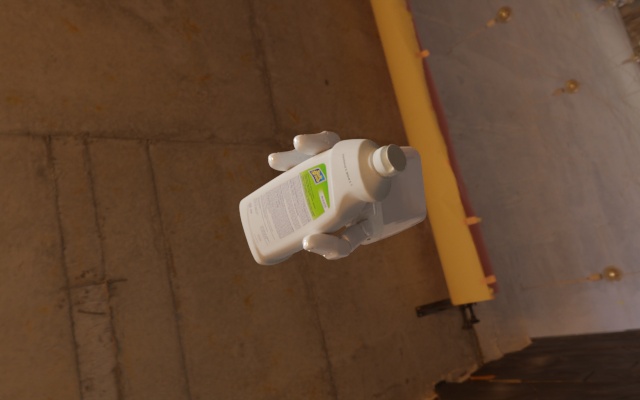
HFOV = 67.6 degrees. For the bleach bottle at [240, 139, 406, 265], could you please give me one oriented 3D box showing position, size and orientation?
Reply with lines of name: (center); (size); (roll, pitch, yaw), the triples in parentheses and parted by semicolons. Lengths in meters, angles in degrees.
bleach bottle: (0.000, 0.002, 0.561); (0.068, 0.102, 0.251); (-15, -7, -43)
